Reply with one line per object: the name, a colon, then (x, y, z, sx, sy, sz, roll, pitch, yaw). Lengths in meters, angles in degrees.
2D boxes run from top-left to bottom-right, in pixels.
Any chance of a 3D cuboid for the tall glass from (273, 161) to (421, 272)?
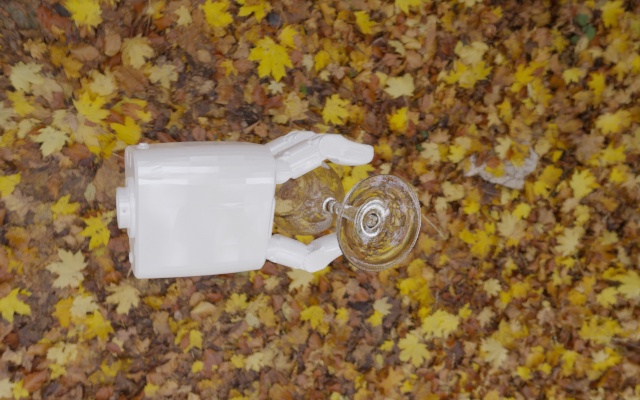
tall glass: (0.001, 0.002, 0.440, 0.079, 0.079, 0.201, 0, 9, -27)
